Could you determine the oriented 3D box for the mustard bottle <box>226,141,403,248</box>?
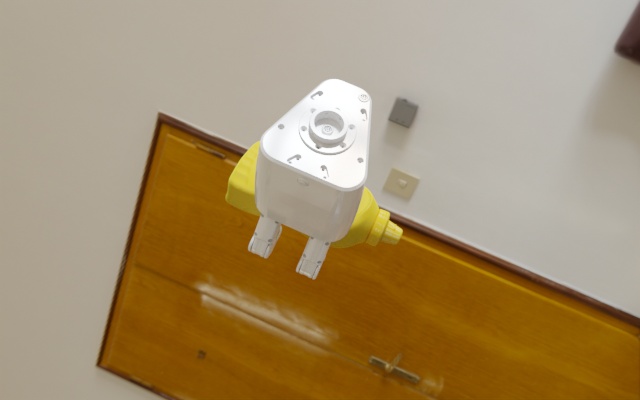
[{"bbox_3d":[0.000,0.002,0.531,0.191,0.058,0.096,23,39,4],"label":"mustard bottle"}]
